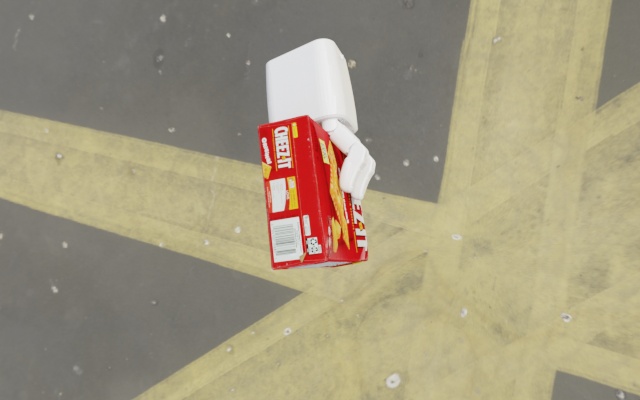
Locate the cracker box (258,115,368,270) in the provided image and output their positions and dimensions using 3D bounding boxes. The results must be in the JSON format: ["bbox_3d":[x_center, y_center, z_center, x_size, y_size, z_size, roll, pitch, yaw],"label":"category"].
[{"bbox_3d":[0.000,0.002,0.611,0.072,0.164,0.214,-10,-10,17],"label":"cracker box"}]
